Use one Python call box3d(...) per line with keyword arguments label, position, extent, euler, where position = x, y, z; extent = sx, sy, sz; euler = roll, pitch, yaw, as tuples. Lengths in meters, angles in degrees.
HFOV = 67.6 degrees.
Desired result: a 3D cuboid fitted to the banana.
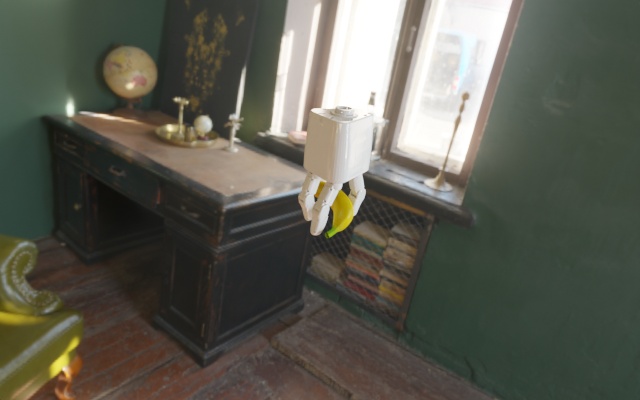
box3d(label="banana", position=(0.019, 0.002, 0.901), extent=(0.069, 0.037, 0.197), euler=(-6, 29, -12))
